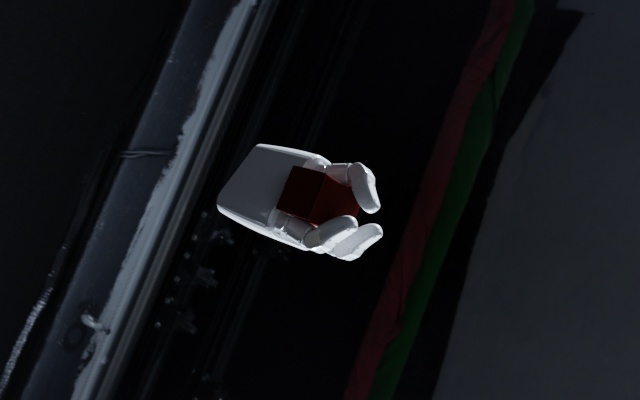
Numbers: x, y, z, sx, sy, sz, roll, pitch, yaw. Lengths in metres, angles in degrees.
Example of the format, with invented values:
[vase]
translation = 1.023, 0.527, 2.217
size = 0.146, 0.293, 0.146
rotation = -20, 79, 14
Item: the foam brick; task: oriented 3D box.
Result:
[foam brick]
translation = 0.000, 0.002, 0.525
size = 0.051, 0.053, 0.078
rotation = 18, -7, 40
